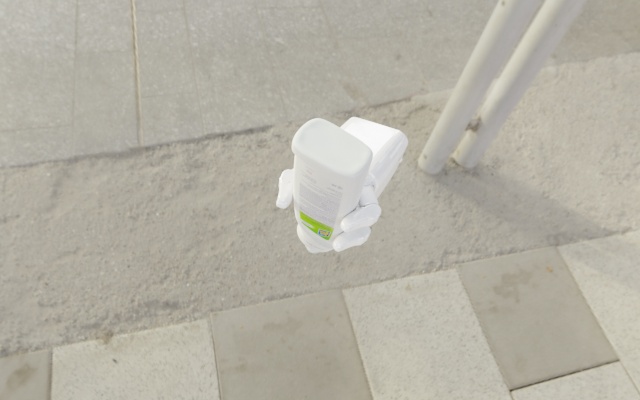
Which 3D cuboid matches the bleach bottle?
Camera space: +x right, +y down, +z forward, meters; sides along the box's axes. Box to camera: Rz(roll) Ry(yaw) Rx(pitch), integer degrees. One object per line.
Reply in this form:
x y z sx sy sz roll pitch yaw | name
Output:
0.000 0.002 0.685 0.102 0.068 0.251 31 -33 11 | bleach bottle
